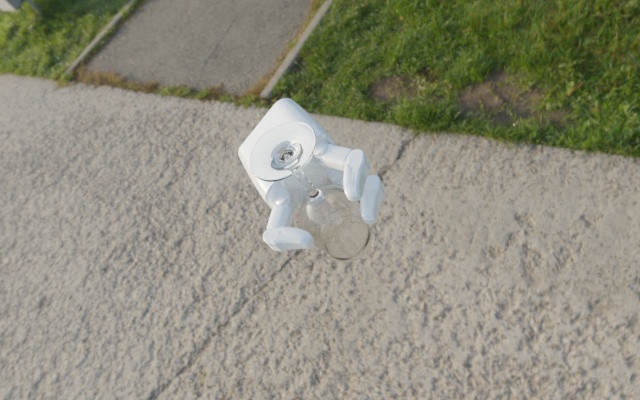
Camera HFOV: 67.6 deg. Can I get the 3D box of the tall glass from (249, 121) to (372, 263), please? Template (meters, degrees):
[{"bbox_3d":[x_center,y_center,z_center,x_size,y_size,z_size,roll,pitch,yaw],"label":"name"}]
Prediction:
[{"bbox_3d":[0.000,0.002,0.549,0.079,0.079,0.201,0,-32,27],"label":"tall glass"}]
